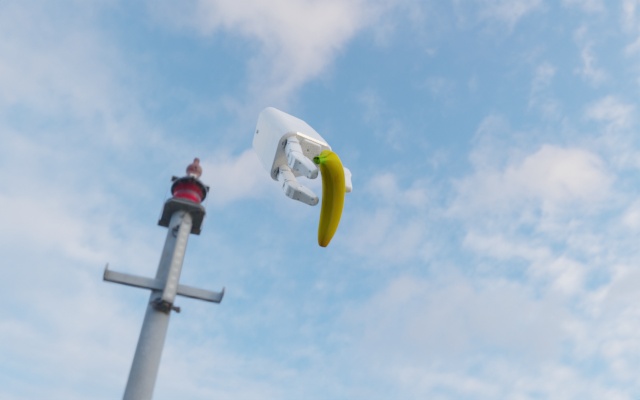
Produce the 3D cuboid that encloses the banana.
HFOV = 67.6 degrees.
[{"bbox_3d":[0.012,-0.010,0.759,0.037,0.198,0.069,29,53,31],"label":"banana"}]
